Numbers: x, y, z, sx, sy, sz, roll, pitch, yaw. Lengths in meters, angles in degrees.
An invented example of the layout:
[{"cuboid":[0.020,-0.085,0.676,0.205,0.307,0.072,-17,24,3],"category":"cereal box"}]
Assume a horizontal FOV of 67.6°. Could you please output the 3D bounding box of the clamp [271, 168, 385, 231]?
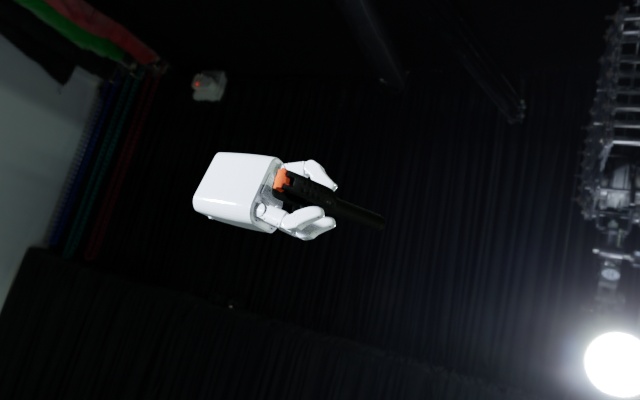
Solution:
[{"cuboid":[0.000,0.001,0.699,0.164,0.036,0.210,8,-13,21],"category":"clamp"}]
